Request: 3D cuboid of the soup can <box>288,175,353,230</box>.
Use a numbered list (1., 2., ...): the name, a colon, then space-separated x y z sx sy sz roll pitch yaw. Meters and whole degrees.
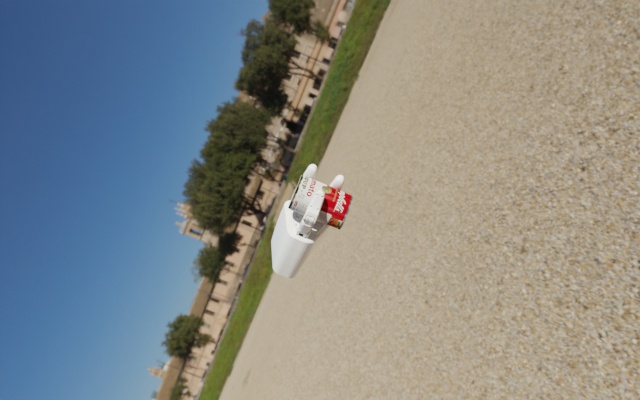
1. soup can: 0.000 0.002 0.868 0.102 0.068 0.068 23 -2 -4
